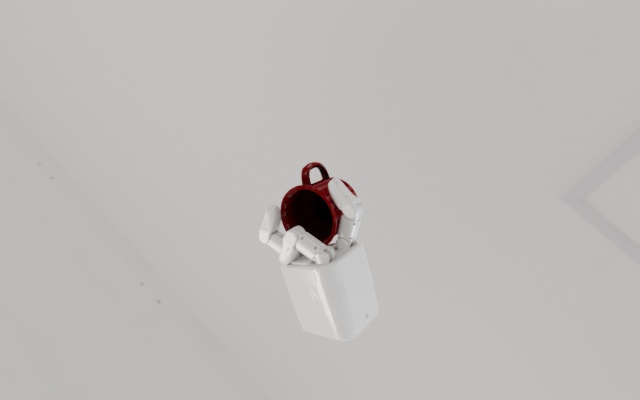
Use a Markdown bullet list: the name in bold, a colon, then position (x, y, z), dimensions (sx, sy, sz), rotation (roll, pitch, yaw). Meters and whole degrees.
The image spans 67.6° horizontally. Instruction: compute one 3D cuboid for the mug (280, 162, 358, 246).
- **mug**: position (0.000, 0.001, 0.686), dimensions (0.093, 0.117, 0.081), rotation (-8, 11, 35)
